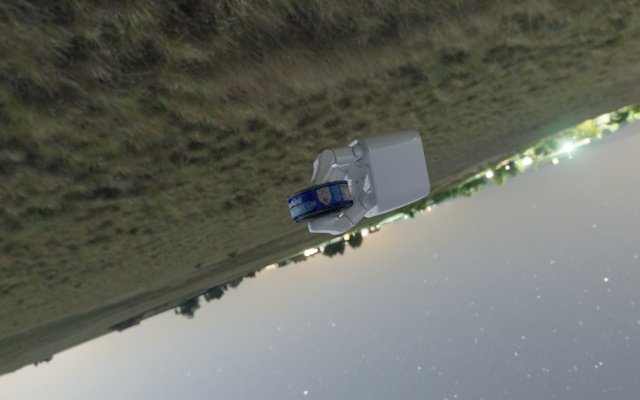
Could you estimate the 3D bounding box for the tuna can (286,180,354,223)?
[{"bbox_3d":[0.000,0.003,0.636,0.086,0.033,0.086,-16,-8,-2],"label":"tuna can"}]
